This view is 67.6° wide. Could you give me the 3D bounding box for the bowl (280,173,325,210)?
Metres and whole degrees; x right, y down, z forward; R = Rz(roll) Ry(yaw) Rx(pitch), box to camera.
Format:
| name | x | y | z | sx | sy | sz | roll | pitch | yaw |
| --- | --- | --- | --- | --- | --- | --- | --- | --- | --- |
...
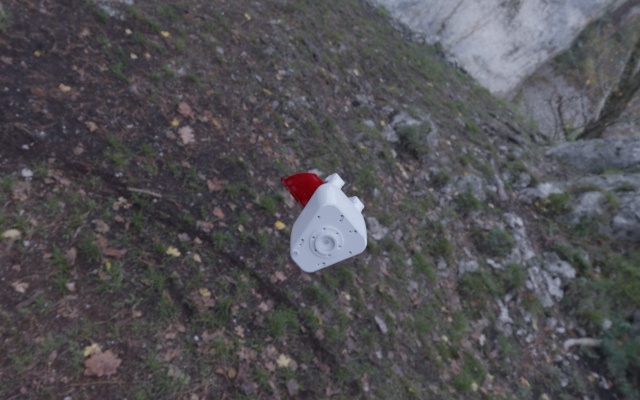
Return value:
| name | x | y | z | sx | sy | sz | roll | pitch | yaw |
| --- | --- | --- | --- | --- | --- | --- | --- | --- | --- |
| bowl | 0.000 | 0.002 | 0.865 | 0.055 | 0.162 | 0.162 | -41 | -1 | 1 |
